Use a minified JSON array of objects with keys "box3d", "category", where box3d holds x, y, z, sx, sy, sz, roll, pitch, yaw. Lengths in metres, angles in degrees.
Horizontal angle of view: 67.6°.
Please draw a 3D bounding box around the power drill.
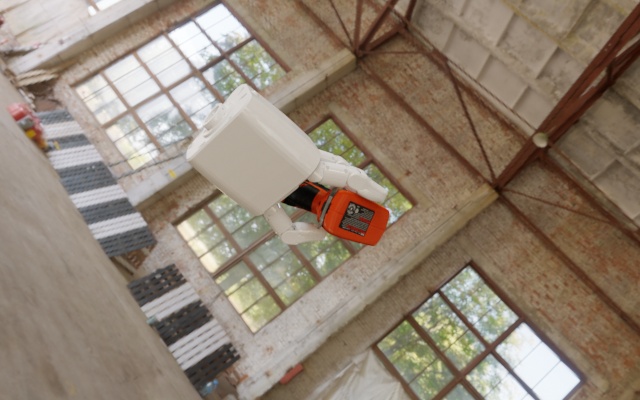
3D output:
[{"box3d":[0.000,0.002,0.653,0.184,0.057,0.187,19,3,-45],"category":"power drill"}]
